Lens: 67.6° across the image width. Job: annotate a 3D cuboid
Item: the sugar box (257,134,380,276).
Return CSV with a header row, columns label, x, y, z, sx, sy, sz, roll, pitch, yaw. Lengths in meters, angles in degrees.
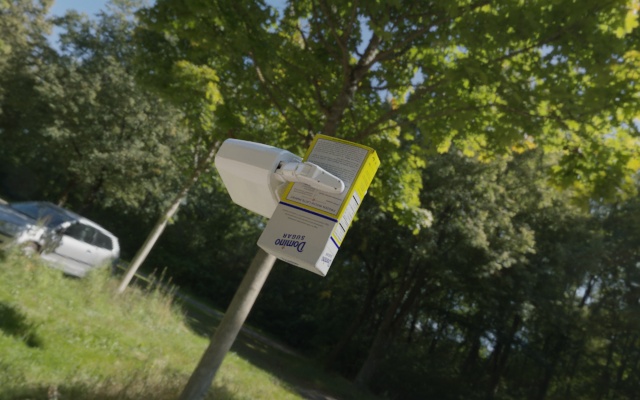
label,x,y,z,sx,sy,sz,roll,pitch,yaw
sugar box,0.000,0.002,0.629,0.093,0.176,0.048,18,-17,28
